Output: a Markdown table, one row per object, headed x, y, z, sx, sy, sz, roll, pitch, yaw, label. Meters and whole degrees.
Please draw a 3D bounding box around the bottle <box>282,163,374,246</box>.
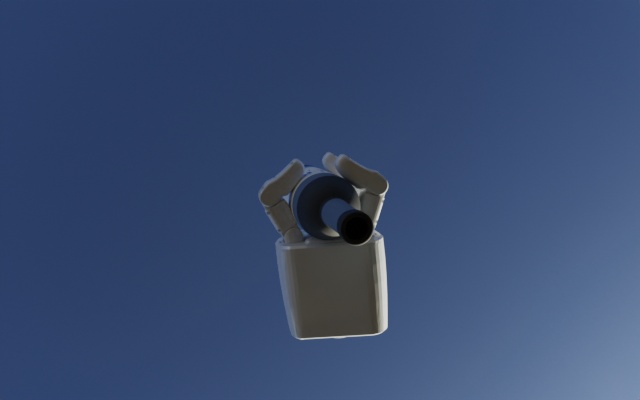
| x | y | z | sx | sy | sz | roll | pitch | yaw | label |
| --- | --- | --- | --- | --- | --- | --- | --- | --- | --- |
| 0.000 | 0.002 | 0.514 | 0.069 | 0.069 | 0.295 | 0 | 8 | -11 | bottle |
